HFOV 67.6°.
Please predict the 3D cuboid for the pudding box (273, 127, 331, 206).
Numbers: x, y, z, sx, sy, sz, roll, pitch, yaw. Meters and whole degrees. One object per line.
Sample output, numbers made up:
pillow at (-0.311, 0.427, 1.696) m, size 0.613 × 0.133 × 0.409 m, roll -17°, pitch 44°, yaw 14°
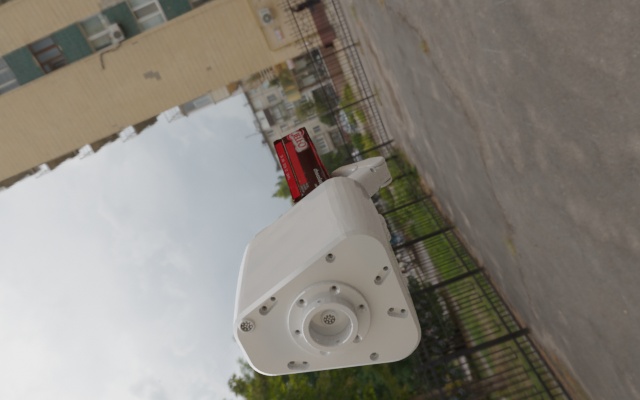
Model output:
pudding box at (0.000, 0.002, 0.445) m, size 0.039 × 0.090 × 0.114 m, roll -23°, pitch -45°, yaw 2°
